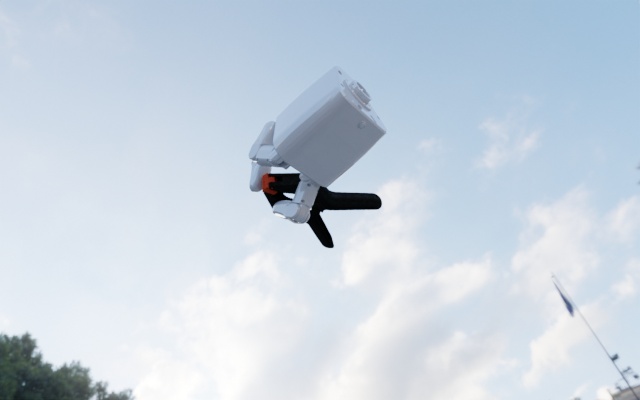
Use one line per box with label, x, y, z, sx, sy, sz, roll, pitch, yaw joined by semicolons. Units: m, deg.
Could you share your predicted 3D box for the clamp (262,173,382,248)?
clamp;0.000;0.002;0.660;0.120;0.039;0.171;-40;-48;21
